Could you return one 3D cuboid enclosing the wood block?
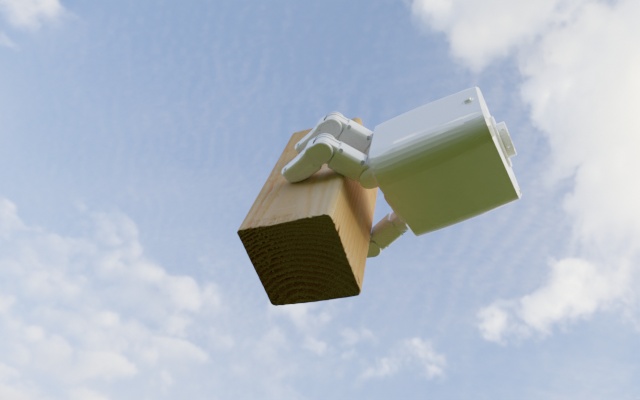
[{"bbox_3d":[0.001,0.002,0.497,0.090,0.091,0.206,-11,28,19],"label":"wood block"}]
